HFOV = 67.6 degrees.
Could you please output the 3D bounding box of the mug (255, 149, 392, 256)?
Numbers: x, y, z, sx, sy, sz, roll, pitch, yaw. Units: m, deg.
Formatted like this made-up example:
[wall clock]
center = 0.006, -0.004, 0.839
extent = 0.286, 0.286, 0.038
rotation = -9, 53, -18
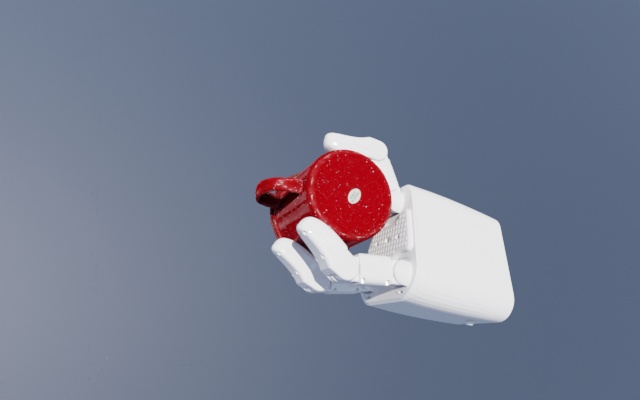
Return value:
[mug]
center = -0.001, 0.001, 0.427
extent = 0.117, 0.093, 0.081
rotation = 17, -23, -19
